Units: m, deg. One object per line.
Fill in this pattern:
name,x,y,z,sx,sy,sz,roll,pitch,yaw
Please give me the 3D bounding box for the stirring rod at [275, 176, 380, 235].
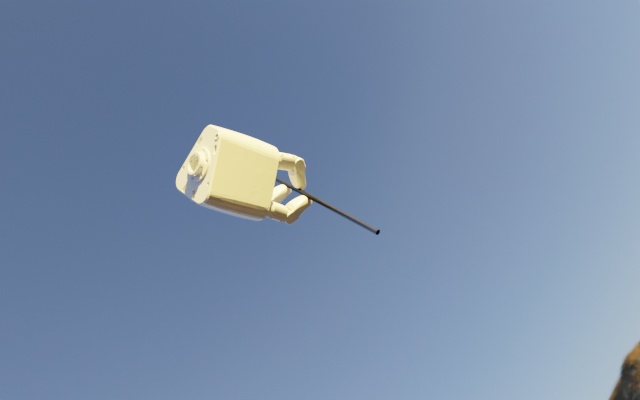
stirring rod,0.000,0.002,0.729,0.011,0.011,0.239,0,20,-44
